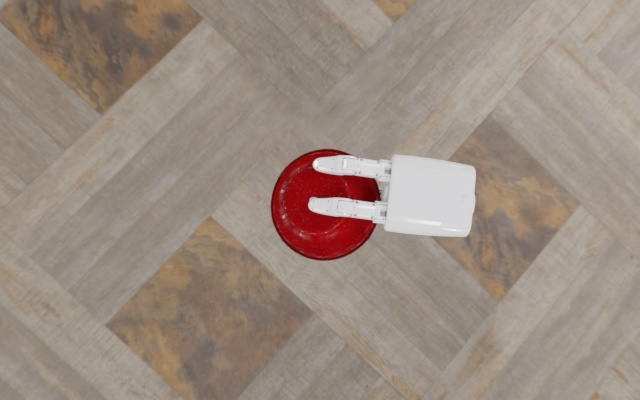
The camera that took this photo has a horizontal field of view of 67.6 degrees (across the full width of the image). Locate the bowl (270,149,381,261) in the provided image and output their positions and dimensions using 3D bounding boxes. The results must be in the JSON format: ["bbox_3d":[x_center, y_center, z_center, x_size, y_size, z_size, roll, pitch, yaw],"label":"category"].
[{"bbox_3d":[-0.001,0.002,0.659,0.162,0.162,0.055,0,-7,13],"label":"bowl"}]
